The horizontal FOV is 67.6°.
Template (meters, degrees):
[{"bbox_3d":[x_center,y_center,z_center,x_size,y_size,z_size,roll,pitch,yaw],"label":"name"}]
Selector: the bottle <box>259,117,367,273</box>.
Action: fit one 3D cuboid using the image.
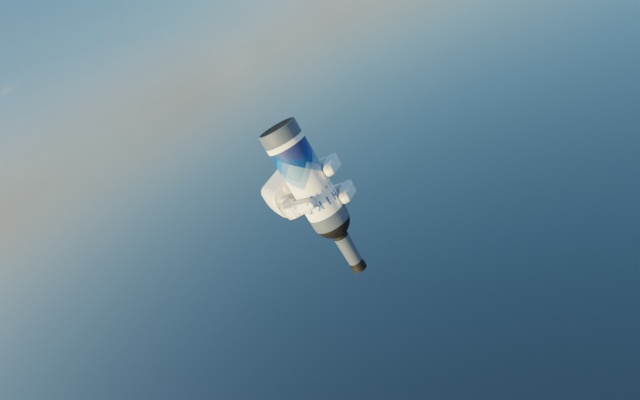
[{"bbox_3d":[0.000,0.002,0.813,0.069,0.296,0.069,-27,18,10],"label":"bottle"}]
